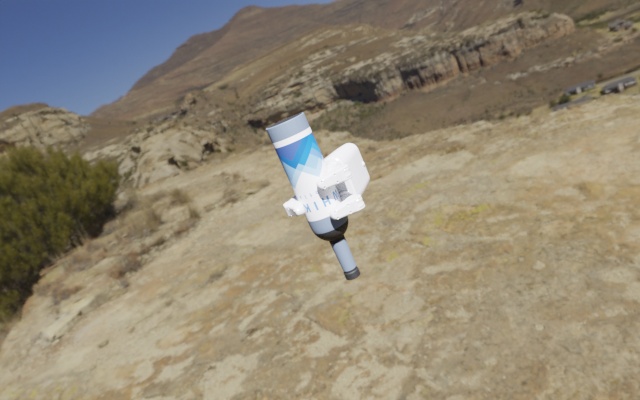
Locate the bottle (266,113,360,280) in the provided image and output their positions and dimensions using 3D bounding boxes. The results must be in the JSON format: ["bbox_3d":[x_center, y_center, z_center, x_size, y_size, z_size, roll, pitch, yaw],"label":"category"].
[{"bbox_3d":[0.000,0.002,0.801,0.069,0.296,0.069,-22,15,6],"label":"bottle"}]
